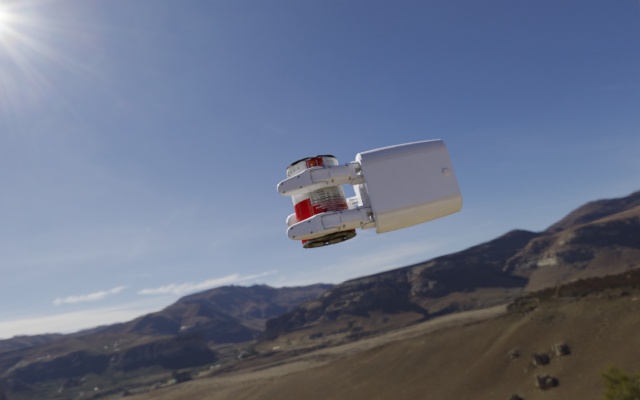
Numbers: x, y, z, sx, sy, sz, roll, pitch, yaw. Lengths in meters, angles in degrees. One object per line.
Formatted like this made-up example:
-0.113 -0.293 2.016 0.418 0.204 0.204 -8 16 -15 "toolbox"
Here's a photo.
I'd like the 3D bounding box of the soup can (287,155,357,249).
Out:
0.000 0.002 0.593 0.068 0.102 0.068 -13 -13 -3 "soup can"
